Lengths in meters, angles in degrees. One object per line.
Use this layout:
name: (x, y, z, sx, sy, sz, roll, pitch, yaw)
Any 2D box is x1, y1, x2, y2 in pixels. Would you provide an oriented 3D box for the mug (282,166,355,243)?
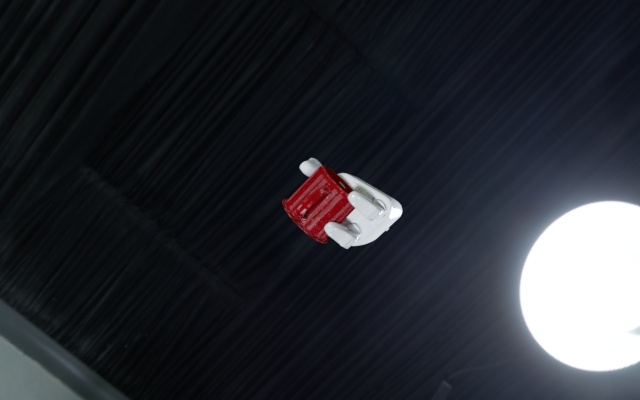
mug: (0.000, 0.002, 0.701, 0.081, 0.093, 0.117, -46, -15, 13)
